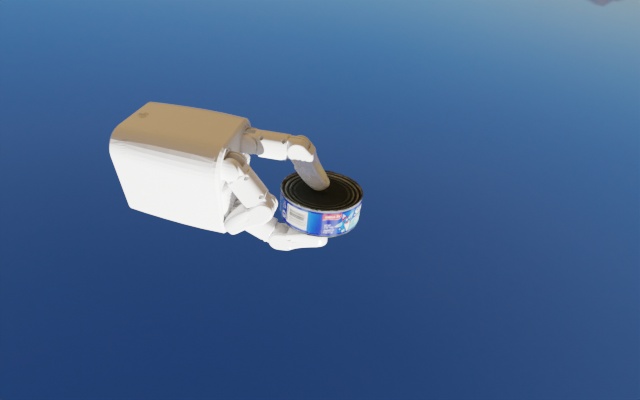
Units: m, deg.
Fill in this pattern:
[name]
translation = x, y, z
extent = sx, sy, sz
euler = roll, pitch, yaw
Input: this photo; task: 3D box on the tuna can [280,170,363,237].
[tuna can]
translation = 0.000, 0.002, 0.501
extent = 0.086, 0.034, 0.086
euler = 5, 31, -3
